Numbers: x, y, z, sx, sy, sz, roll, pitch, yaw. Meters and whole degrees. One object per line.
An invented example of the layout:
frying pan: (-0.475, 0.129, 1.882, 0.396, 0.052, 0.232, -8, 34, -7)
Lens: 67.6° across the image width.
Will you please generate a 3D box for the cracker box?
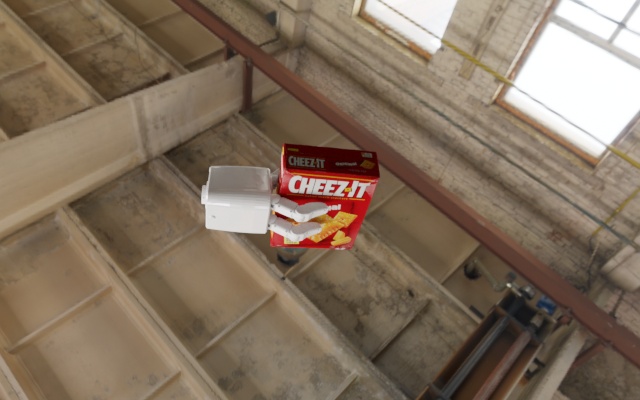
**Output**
cracker box: (0.000, 0.003, 0.867, 0.164, 0.072, 0.214, 4, -41, -11)
